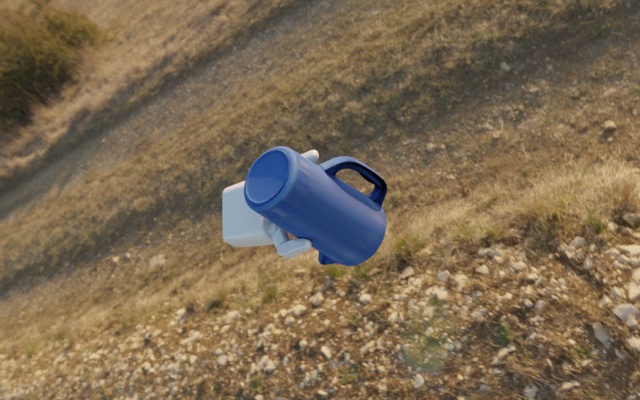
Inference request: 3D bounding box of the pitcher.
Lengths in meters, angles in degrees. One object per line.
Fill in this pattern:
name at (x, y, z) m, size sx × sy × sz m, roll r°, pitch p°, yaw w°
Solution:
pitcher at (0.000, 0.003, 0.786) m, size 0.145 × 0.149 × 0.243 m, roll -11°, pitch -30°, yaw 36°
